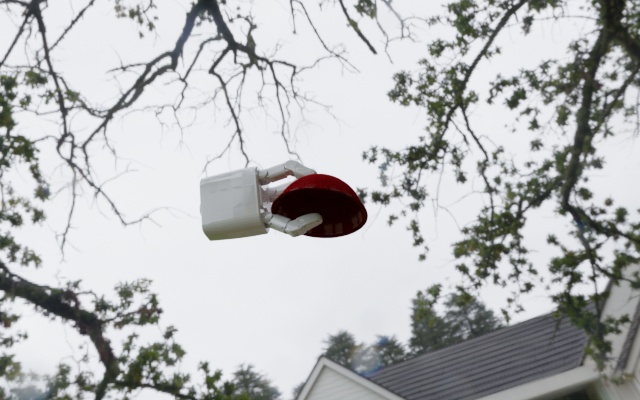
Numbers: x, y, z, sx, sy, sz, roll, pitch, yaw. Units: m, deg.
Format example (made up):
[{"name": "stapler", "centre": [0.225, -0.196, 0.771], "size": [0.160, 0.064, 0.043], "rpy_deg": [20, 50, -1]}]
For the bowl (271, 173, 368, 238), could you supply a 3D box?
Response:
[{"name": "bowl", "centre": [0.001, 0.002, 0.805], "size": [0.162, 0.055, 0.162], "rpy_deg": [4, -33, 3]}]
